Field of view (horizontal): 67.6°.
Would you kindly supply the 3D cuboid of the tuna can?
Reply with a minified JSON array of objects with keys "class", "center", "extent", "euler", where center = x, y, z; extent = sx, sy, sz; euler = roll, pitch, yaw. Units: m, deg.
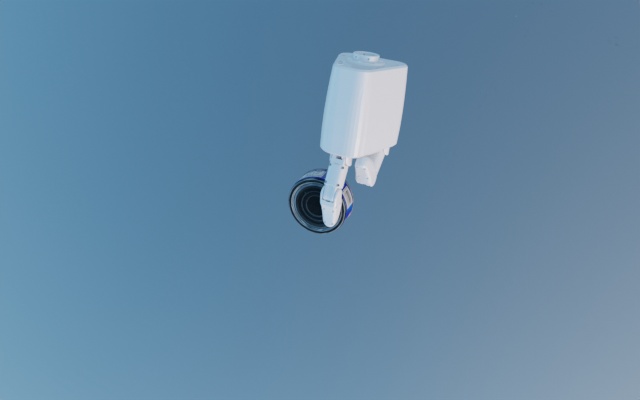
[{"class":"tuna can","center":[0.000,0.002,0.651],"extent":[0.086,0.086,0.033],"euler":[0,25,24]}]
